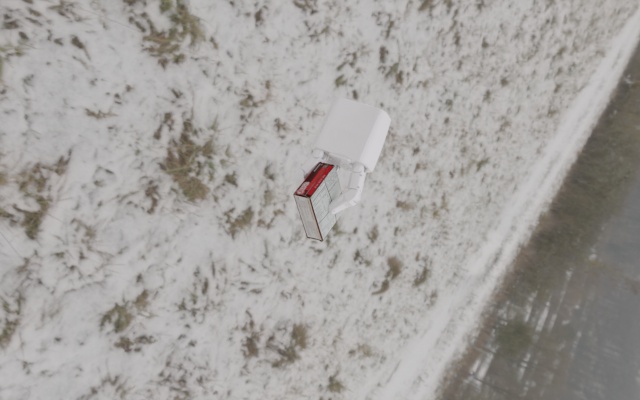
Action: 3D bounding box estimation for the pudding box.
[{"bbox_3d":[0.000,0.003,0.843,0.039,0.114,0.090,14,49,31],"label":"pudding box"}]
